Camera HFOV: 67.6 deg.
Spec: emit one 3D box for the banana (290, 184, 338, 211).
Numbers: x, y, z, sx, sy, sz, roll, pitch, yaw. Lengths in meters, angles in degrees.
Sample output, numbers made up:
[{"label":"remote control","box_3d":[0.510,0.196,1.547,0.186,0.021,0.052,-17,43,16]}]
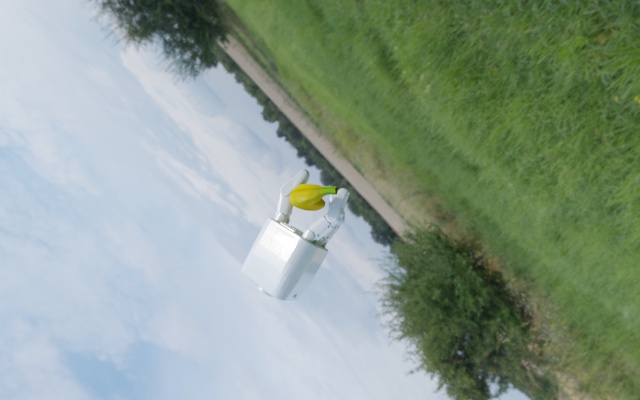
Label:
[{"label":"banana","box_3d":[-0.018,-0.001,0.805,0.069,0.037,0.198,12,-6,-4]}]
